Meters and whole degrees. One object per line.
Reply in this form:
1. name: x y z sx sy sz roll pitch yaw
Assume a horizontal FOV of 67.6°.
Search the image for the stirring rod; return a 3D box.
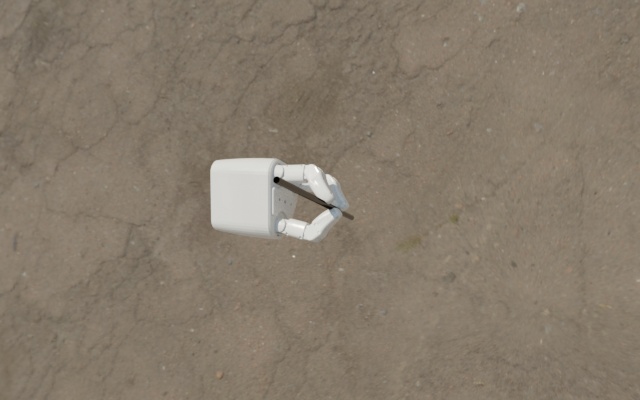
1. stirring rod: 0.000 0.002 0.622 0.011 0.011 0.239 0 -12 24
